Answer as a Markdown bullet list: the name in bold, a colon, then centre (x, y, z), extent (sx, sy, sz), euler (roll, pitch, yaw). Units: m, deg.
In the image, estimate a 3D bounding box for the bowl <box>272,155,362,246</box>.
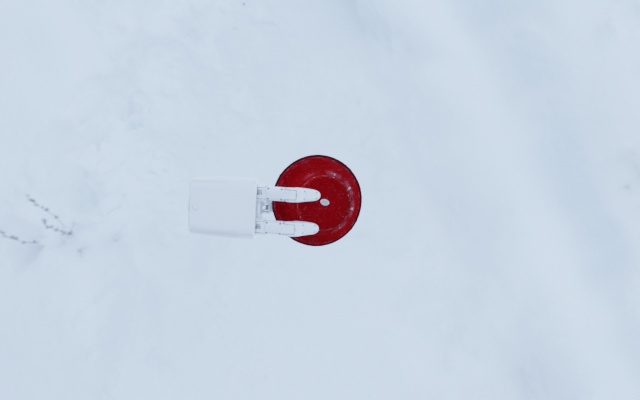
- **bowl**: centre (0.002, 0.002, 0.812), extent (0.162, 0.162, 0.055), euler (0, 5, -12)
